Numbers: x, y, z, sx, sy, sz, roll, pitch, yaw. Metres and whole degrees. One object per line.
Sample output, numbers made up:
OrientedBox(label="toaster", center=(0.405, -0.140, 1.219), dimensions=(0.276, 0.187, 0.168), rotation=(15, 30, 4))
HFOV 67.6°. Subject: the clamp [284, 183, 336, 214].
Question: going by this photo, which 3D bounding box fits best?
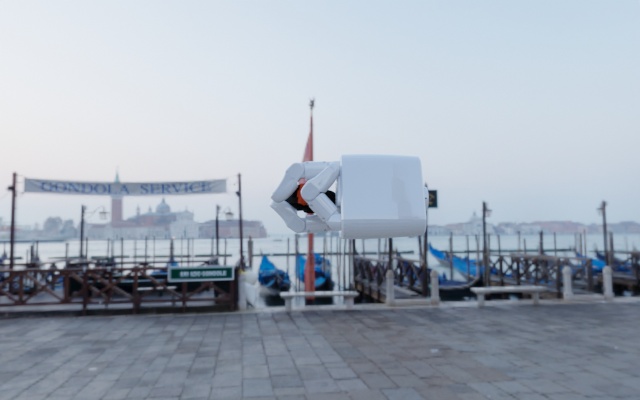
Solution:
OrientedBox(label="clamp", center=(0.000, 0.002, 0.707), dimensions=(0.120, 0.039, 0.171), rotation=(-1, -4, 0))
